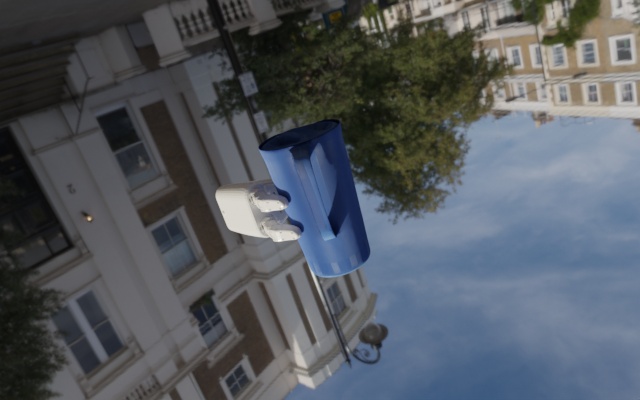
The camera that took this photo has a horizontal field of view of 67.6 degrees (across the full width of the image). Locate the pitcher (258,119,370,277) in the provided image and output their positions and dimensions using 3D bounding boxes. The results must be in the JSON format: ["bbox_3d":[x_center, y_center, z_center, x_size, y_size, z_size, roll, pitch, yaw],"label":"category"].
[{"bbox_3d":[0.000,0.002,0.769,0.145,0.243,0.149,1,28,44],"label":"pitcher"}]
